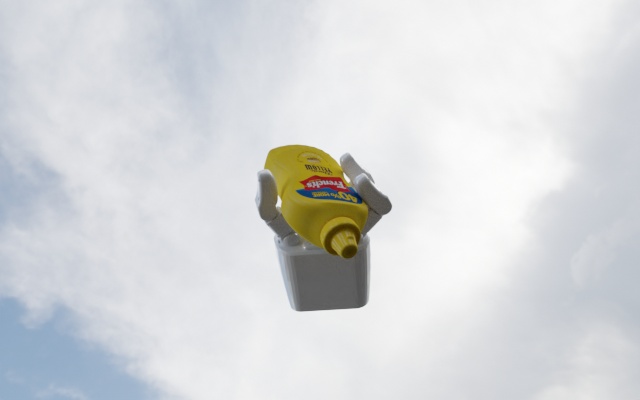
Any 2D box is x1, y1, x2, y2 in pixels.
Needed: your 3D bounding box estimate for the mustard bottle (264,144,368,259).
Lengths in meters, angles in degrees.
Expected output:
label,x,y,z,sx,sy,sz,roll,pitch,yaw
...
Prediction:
label,x,y,z,sx,sy,sz,roll,pitch,yaw
mustard bottle,0.000,0.001,0.540,0.096,0.058,0.191,8,28,-24
